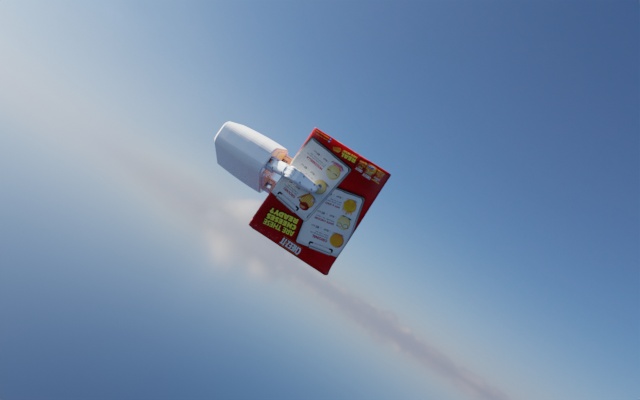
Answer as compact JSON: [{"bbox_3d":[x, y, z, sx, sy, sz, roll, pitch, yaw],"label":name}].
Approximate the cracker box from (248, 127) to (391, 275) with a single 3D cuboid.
[{"bbox_3d":[0.000,0.003,0.862,0.164,0.213,0.072,32,-8,7],"label":"cracker box"}]
